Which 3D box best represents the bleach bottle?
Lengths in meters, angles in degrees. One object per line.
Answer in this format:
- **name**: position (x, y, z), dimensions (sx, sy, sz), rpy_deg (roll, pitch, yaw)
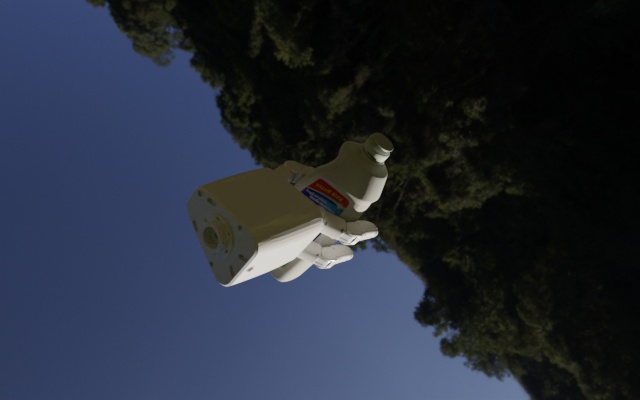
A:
- **bleach bottle**: position (0.000, 0.002, 0.620), dimensions (0.068, 0.102, 0.251), rpy_deg (-20, -23, -50)
